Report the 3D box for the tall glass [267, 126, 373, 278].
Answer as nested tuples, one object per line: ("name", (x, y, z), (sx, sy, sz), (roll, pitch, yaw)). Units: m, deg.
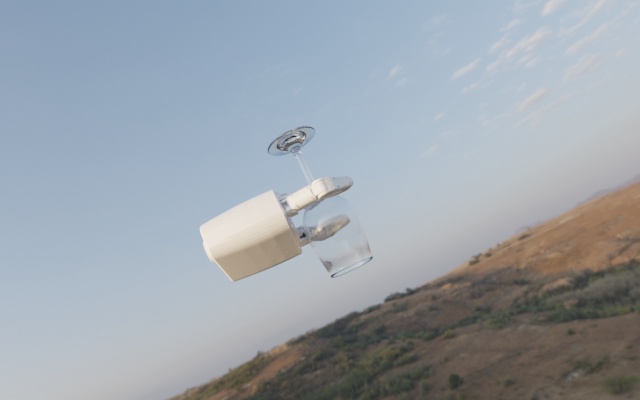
("tall glass", (0.000, 0.001, 0.654), (0.079, 0.201, 0.079), (-24, -15, -7))
